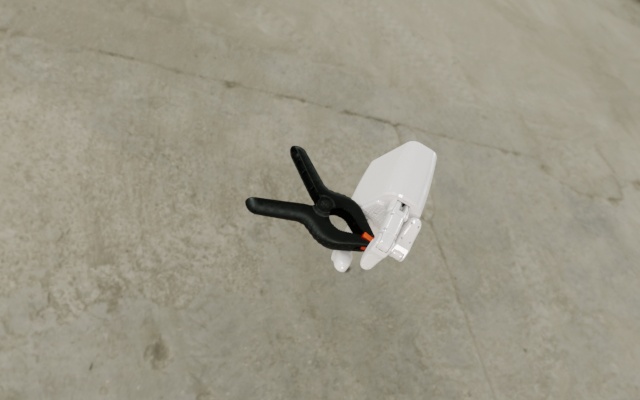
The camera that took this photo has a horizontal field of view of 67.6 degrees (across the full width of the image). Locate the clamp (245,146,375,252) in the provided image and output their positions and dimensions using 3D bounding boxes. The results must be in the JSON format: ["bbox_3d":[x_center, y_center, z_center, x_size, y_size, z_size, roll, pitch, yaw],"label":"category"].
[{"bbox_3d":[0.000,0.002,0.630,0.171,0.120,0.039,30,-26,-6],"label":"clamp"}]
